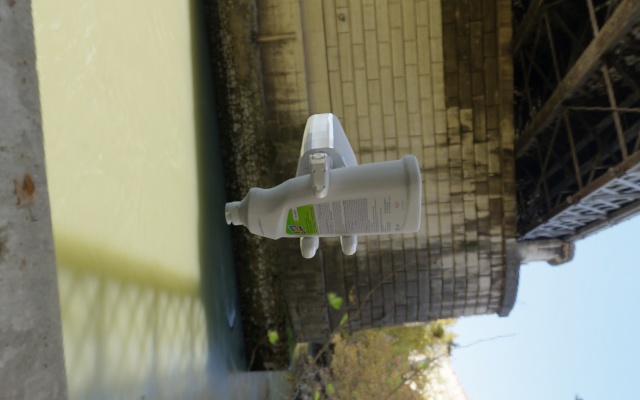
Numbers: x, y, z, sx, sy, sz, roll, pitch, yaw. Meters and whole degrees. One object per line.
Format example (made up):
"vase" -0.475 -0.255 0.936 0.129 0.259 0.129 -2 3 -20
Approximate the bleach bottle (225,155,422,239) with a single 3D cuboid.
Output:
"bleach bottle" 0.000 0.002 0.621 0.251 0.103 0.068 -4 40 4
